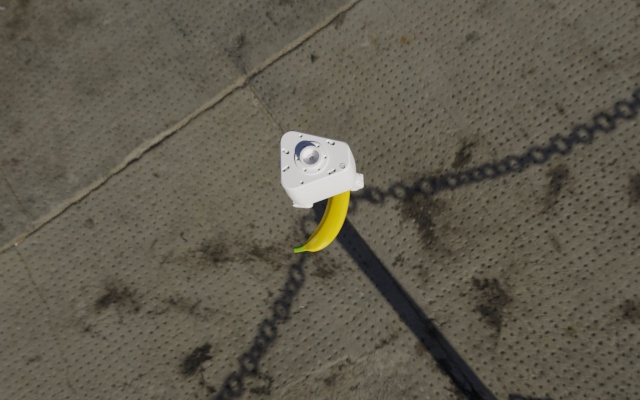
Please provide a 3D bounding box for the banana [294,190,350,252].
[{"bbox_3d":[0.016,0.013,0.874,0.069,0.198,0.037,21,-7,11],"label":"banana"}]
